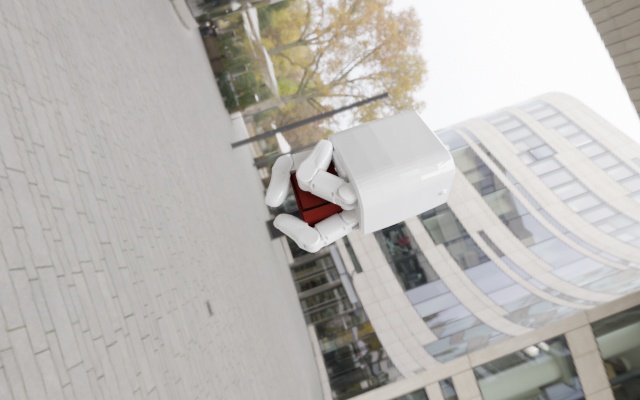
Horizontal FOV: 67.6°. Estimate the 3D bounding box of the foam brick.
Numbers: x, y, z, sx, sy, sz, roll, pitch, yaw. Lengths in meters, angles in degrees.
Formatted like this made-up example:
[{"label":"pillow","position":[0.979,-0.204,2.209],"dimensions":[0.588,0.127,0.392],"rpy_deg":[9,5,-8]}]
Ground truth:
[{"label":"foam brick","position":[0.000,0.002,0.551],"dimensions":[0.051,0.053,0.078],"rpy_deg":[-19,-27,-4]}]
